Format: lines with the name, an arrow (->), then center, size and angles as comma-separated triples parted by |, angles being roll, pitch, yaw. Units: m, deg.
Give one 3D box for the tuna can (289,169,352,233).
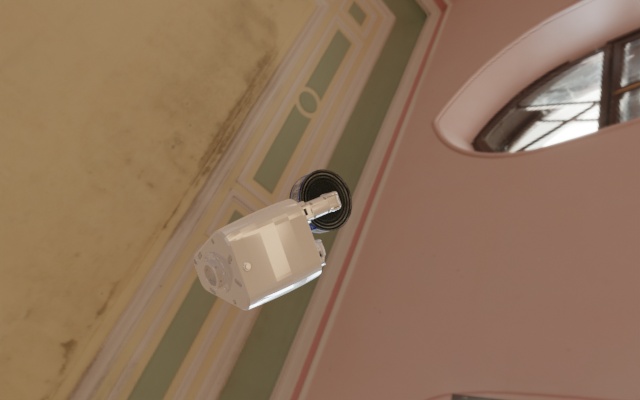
tuna can -> 0.000, 0.002, 0.661 | 0.086, 0.086, 0.034 | 0, -11, -35
